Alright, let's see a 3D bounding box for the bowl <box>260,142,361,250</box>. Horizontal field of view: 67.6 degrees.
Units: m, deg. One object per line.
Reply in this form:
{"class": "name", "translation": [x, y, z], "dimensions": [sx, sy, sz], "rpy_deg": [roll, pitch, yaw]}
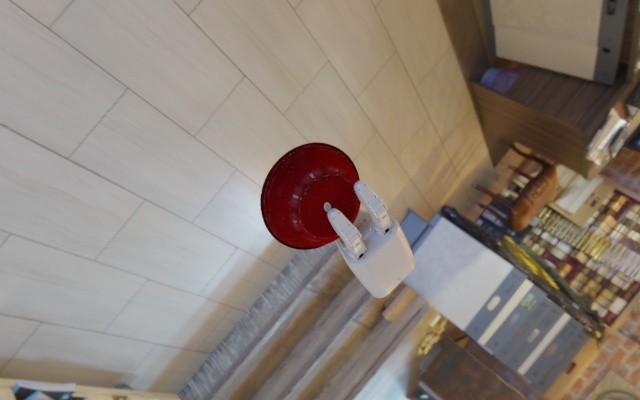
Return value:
{"class": "bowl", "translation": [-0.001, 0.002, 0.670], "dimensions": [0.162, 0.162, 0.055], "rpy_deg": [0, 15, -28]}
